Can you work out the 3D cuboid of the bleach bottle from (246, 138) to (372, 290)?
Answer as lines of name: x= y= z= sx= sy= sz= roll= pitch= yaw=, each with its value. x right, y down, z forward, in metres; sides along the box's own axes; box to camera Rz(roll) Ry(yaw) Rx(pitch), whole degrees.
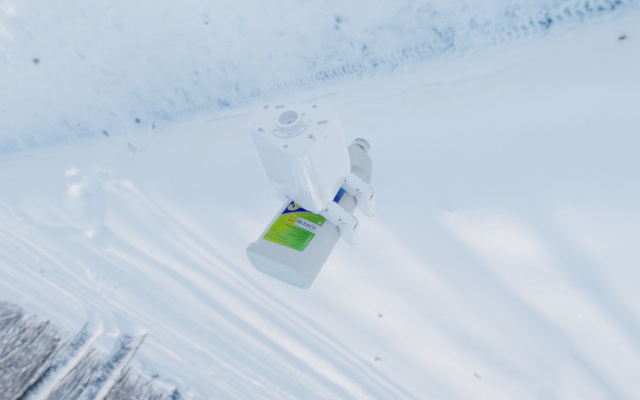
bleach bottle: x=0.000 y=0.002 z=0.700 sx=0.102 sy=0.250 sz=0.068 roll=18 pitch=-31 yaw=25
